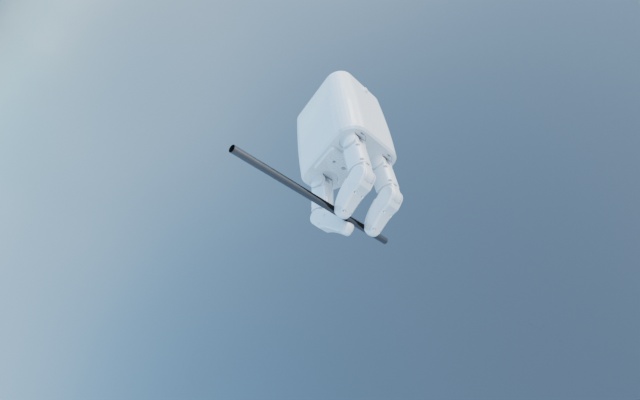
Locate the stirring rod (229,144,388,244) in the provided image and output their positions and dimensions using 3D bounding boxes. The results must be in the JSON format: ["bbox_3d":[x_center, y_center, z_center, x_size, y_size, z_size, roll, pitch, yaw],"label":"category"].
[{"bbox_3d":[0.000,0.002,0.498,0.011,0.011,0.240,0,-23,45],"label":"stirring rod"}]
